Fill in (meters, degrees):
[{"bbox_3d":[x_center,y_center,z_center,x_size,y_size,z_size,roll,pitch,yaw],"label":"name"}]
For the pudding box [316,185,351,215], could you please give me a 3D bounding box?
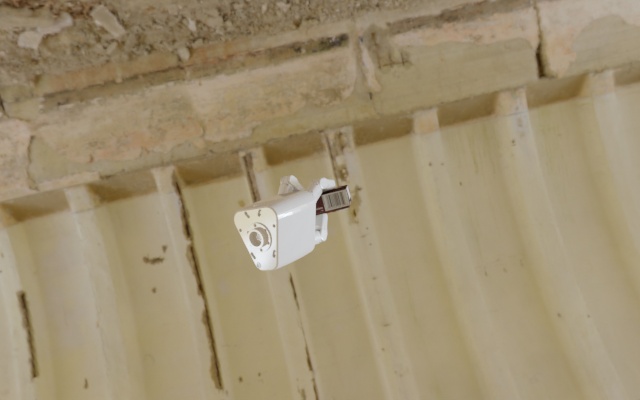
[{"bbox_3d":[0.000,0.003,0.897,0.113,0.039,0.090,-12,6,6],"label":"pudding box"}]
